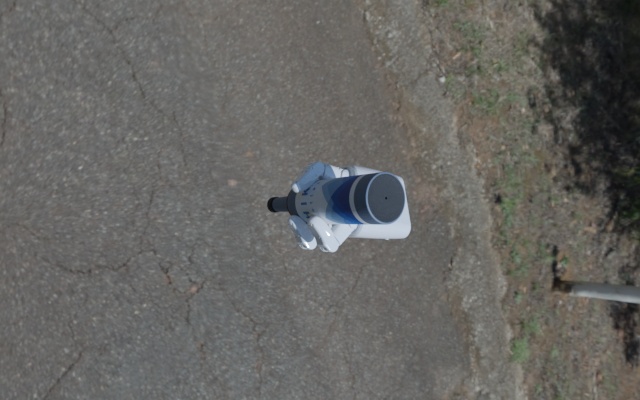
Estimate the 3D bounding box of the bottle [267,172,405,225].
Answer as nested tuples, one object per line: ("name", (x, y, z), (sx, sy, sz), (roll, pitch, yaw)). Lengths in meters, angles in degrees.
("bottle", (0.000, 0.002, 0.719), (0.069, 0.069, 0.296), (0, -2, -34))
